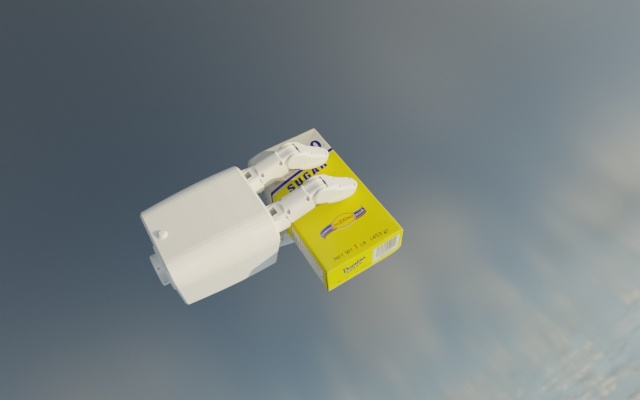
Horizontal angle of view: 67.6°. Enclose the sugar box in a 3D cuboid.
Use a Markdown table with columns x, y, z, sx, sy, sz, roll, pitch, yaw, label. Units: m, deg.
| x | y | z | sx | sy | sz | roll | pitch | yaw | label |
| --- | --- | --- | --- | --- | --- | --- | --- | --- | --- |
| 0.000 | 0.002 | 0.520 | 0.093 | 0.176 | 0.048 | -28 | -32 | -17 | sugar box |
